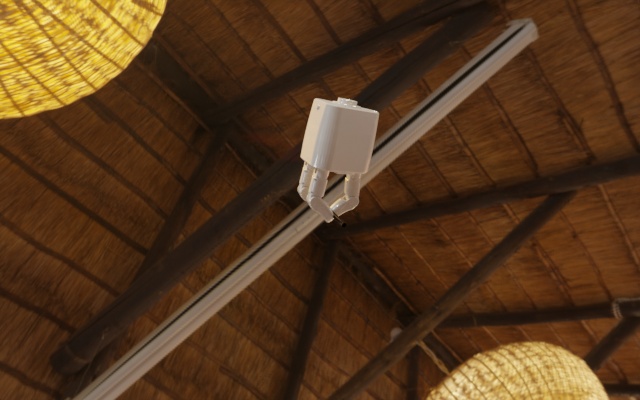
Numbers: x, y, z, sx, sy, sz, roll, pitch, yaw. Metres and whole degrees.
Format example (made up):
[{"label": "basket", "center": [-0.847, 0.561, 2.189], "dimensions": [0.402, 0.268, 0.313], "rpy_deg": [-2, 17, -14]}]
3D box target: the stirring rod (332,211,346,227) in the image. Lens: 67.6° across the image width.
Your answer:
[{"label": "stirring rod", "center": [0.000, 0.003, 0.876], "dimensions": [0.011, 0.011, 0.239], "rpy_deg": [0, 18, -19]}]
